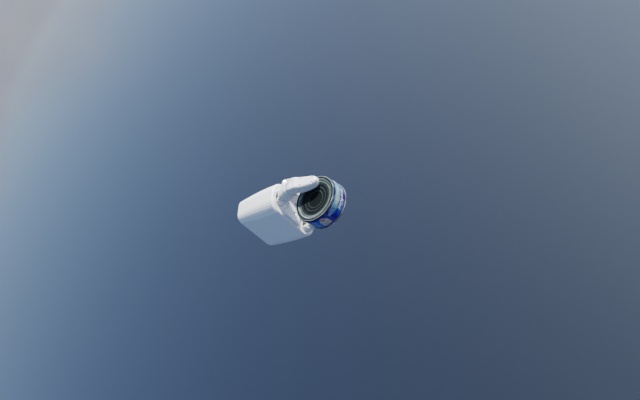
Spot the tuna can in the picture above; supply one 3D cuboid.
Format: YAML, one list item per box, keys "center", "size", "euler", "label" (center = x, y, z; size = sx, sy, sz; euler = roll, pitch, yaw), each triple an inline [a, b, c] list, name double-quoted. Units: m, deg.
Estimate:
- center: [0.000, 0.002, 0.806]
  size: [0.086, 0.086, 0.034]
  euler: [0, -24, 44]
  label: "tuna can"
